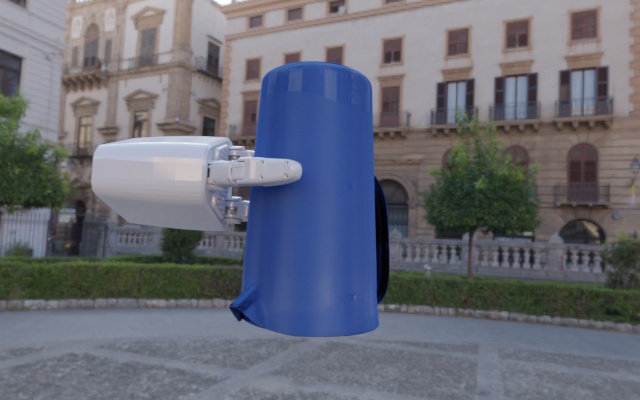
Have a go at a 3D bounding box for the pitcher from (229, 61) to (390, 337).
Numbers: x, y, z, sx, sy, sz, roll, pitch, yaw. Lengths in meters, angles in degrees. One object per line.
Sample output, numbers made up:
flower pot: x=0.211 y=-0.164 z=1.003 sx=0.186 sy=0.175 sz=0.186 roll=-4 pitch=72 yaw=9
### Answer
pitcher: x=0.000 y=0.002 z=0.465 sx=0.145 sy=0.243 sz=0.149 roll=2 pitch=-4 yaw=5
